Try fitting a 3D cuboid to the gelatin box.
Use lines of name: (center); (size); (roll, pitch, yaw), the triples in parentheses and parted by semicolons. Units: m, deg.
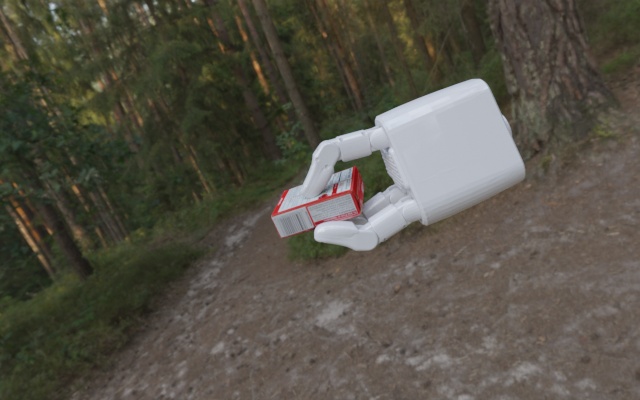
gelatin box: (0.000, 0.001, 0.495); (0.089, 0.030, 0.073); (-18, 19, 13)
